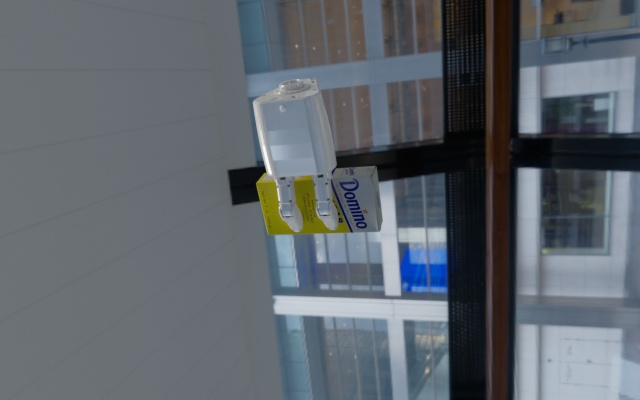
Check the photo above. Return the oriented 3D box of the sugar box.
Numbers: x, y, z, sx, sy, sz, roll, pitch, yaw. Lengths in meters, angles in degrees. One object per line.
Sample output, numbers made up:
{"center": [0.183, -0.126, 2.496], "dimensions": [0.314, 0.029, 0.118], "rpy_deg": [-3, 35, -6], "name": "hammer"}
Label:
{"center": [0.000, 0.002, 0.715], "dimensions": [0.176, 0.093, 0.048], "rpy_deg": [-2, 26, 18], "name": "sugar box"}
